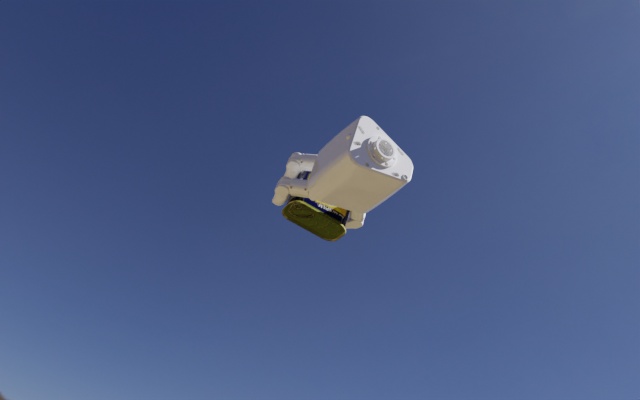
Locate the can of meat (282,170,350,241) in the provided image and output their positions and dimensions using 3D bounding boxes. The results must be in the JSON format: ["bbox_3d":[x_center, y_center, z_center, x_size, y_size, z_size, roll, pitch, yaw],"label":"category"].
[{"bbox_3d":[0.000,0.002,0.761,0.102,0.084,0.057,29,-37,-14],"label":"can of meat"}]
